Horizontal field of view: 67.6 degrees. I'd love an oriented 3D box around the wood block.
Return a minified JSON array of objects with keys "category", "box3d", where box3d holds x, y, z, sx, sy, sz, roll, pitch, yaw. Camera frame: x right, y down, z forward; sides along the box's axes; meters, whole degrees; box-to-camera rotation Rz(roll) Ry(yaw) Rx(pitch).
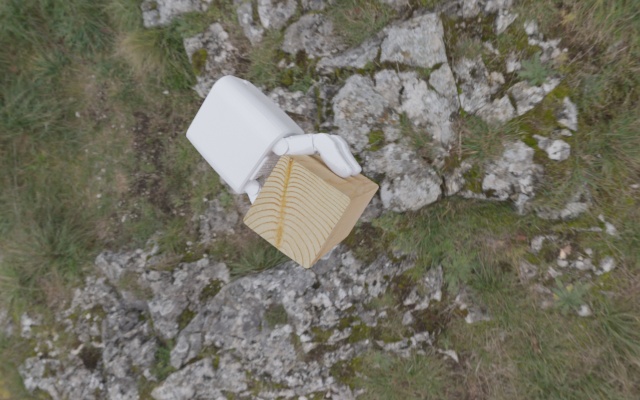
[{"category":"wood block","box3d":[0.000,0.002,0.594,0.090,0.091,0.206,35,13,9]}]
